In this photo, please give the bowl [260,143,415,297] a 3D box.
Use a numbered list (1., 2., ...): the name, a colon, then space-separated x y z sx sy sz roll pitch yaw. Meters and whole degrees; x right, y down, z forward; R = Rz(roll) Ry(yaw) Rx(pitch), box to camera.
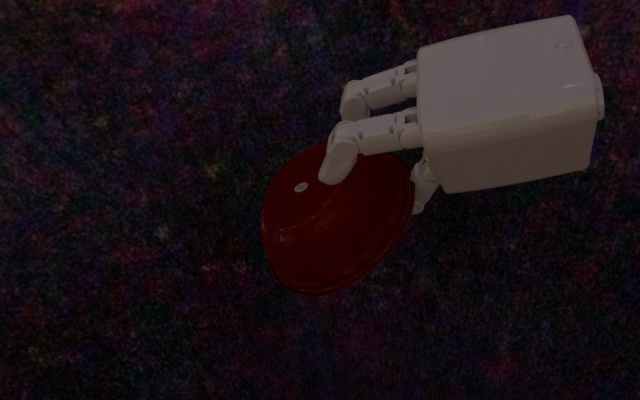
1. bowl: -0.001 0.002 0.427 0.162 0.162 0.055 0 -34 45
